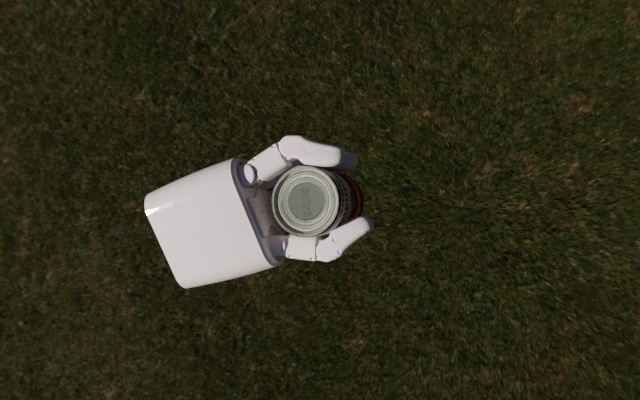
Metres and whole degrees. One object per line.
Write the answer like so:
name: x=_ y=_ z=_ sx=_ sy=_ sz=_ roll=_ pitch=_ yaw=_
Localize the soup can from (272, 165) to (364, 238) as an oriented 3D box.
soup can: x=0.000 y=0.002 z=0.478 sx=0.068 sy=0.068 sz=0.102 roll=0 pitch=-1 yaw=17
